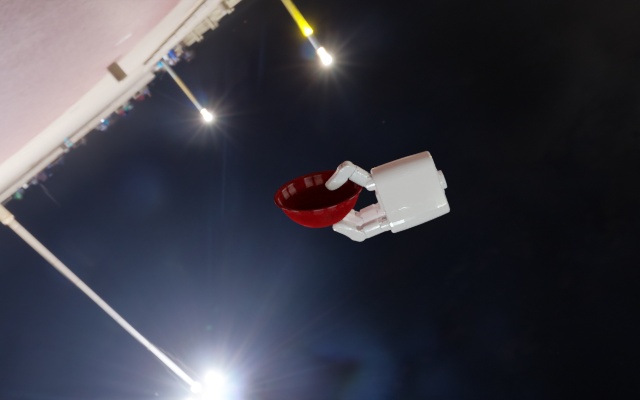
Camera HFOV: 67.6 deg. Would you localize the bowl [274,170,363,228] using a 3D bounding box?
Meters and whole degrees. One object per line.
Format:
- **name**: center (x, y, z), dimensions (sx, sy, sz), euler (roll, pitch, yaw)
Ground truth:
- **bowl**: center (-0.001, 0.003, 0.860), dimensions (0.162, 0.055, 0.162), euler (-9, 26, 4)
